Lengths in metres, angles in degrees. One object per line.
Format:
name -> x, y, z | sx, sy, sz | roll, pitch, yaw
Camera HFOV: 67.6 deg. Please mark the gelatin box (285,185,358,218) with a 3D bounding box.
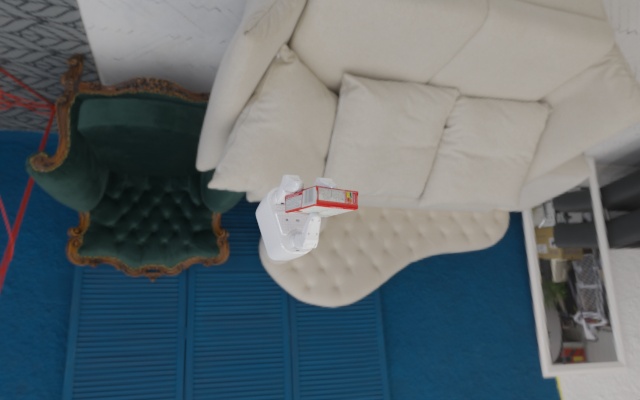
gelatin box -> 0.000, 0.003, 0.696 | 0.073, 0.030, 0.089 | 7, -13, -33
